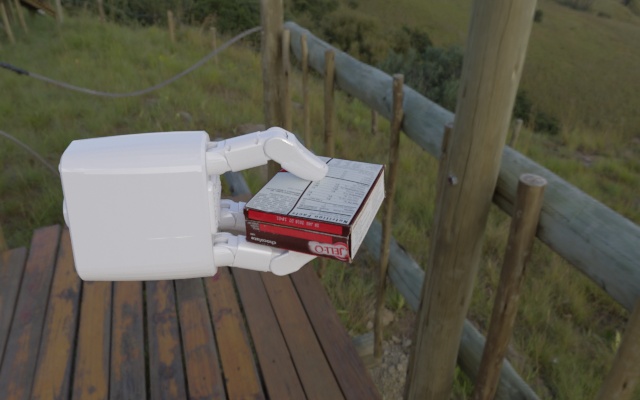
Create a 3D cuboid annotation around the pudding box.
[{"bbox_3d":[0.000,0.001,0.405,0.090,0.039,0.113,10,33,18],"label":"pudding box"}]
